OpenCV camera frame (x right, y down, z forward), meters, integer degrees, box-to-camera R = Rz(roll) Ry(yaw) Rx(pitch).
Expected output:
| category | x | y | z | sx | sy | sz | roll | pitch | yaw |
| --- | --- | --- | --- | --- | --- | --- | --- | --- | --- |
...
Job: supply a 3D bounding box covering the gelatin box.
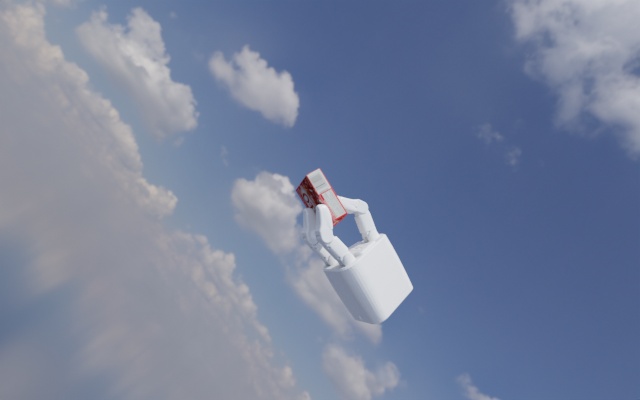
| category | x | y | z | sx | sy | sz | roll | pitch | yaw |
| --- | --- | --- | --- | --- | --- | --- | --- | --- | --- |
| gelatin box | 0.000 | 0.002 | 0.775 | 0.030 | 0.089 | 0.073 | -28 | -8 | -23 |
